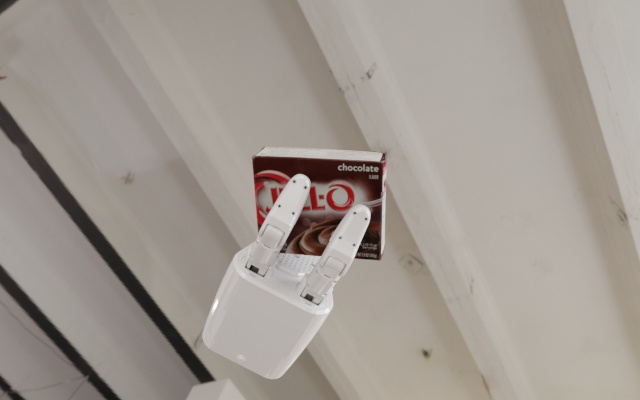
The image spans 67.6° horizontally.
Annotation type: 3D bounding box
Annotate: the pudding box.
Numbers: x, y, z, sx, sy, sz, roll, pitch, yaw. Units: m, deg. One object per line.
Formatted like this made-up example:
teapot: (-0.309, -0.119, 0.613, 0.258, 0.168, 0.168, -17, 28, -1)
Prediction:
pudding box: (0.000, 0.001, 0.416, 0.113, 0.090, 0.039, 2, 23, 10)
